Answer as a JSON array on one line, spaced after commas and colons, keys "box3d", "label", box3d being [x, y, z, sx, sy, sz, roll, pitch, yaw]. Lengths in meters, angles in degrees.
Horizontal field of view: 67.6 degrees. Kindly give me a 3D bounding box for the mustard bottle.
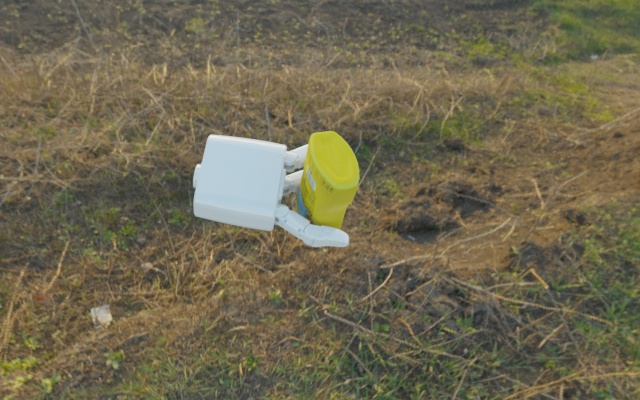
[{"box3d": [0.000, 0.002, 0.660, 0.058, 0.096, 0.192, -11, -32, -20], "label": "mustard bottle"}]
